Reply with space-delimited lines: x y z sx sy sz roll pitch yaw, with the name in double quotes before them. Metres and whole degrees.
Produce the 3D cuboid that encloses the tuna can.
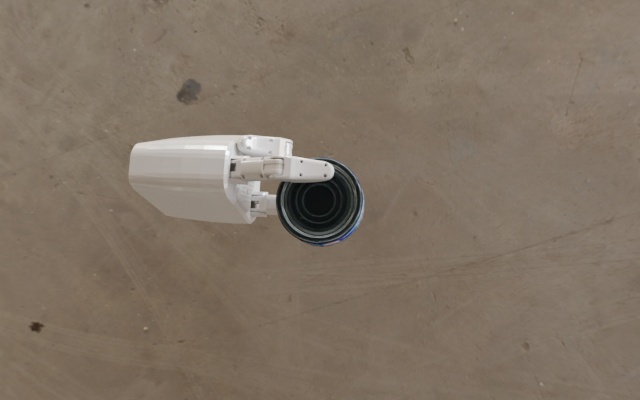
"tuna can" 0.000 0.001 0.468 0.086 0.086 0.034 0 -8 7
